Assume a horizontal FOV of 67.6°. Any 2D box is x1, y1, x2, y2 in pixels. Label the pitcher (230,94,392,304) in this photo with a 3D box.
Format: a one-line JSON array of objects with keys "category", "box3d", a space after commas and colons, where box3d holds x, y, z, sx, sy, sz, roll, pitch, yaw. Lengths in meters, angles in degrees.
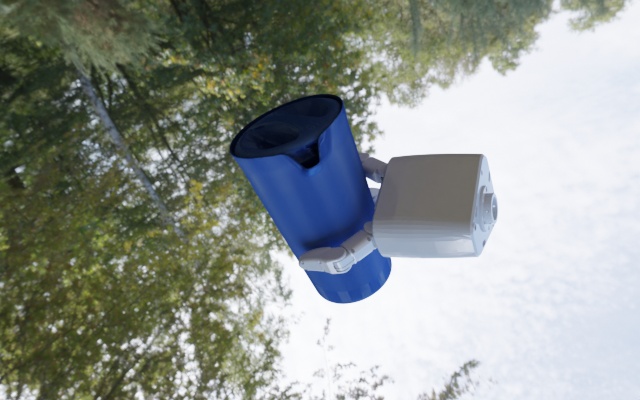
[{"category": "pitcher", "box3d": [0.000, 0.002, 0.582, 0.145, 0.243, 0.149, -2, 37, 32]}]
